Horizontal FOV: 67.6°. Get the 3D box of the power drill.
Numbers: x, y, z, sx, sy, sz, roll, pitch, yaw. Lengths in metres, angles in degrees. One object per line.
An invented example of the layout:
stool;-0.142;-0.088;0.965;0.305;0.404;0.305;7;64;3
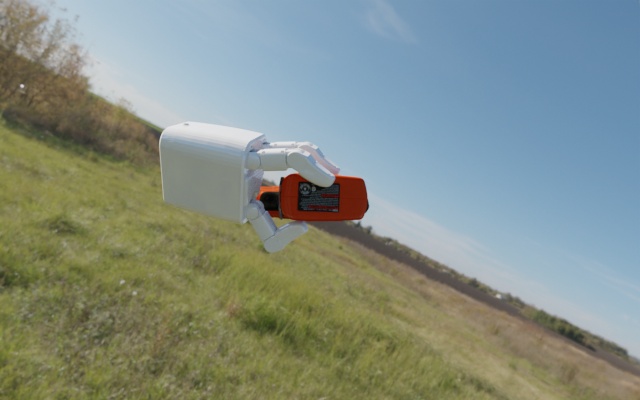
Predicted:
power drill;0.000;0.002;0.652;0.184;0.057;0.187;0;-4;-13
